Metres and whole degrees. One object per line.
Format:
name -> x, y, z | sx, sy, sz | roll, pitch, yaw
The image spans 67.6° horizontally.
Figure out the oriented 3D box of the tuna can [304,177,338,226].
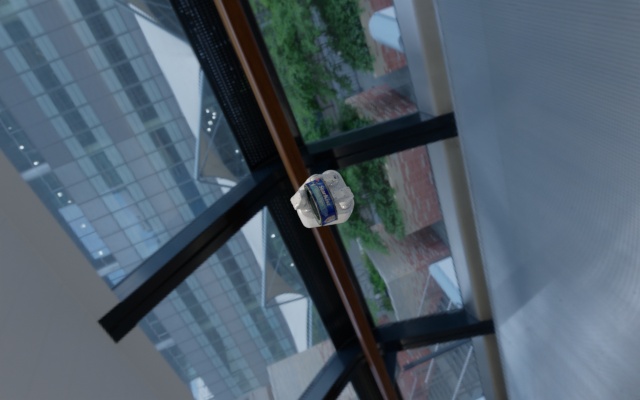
tuna can -> 0.000, 0.003, 0.881 | 0.034, 0.086, 0.086 | -22, 4, -9
